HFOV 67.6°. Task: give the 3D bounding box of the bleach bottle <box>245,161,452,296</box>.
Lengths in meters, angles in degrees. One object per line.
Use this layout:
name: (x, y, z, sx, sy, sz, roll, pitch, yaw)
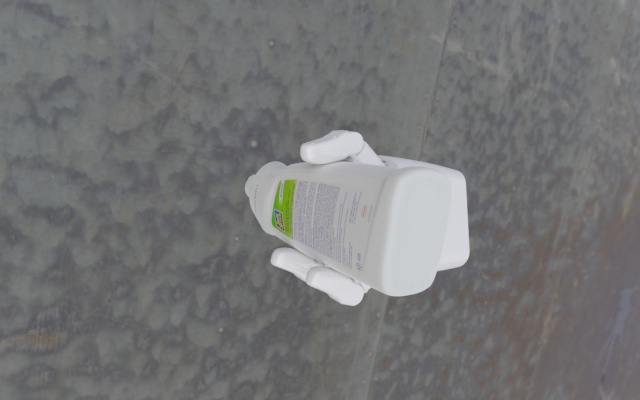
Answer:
bleach bottle: (0.000, 0.002, 0.450, 0.068, 0.102, 0.250, 1, 11, -37)
